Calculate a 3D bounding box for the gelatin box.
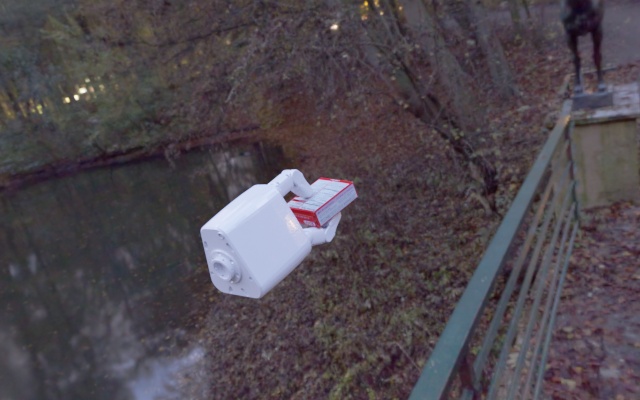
[{"bbox_3d":[0.000,0.002,0.713,0.089,0.030,0.073,-39,30,-30],"label":"gelatin box"}]
